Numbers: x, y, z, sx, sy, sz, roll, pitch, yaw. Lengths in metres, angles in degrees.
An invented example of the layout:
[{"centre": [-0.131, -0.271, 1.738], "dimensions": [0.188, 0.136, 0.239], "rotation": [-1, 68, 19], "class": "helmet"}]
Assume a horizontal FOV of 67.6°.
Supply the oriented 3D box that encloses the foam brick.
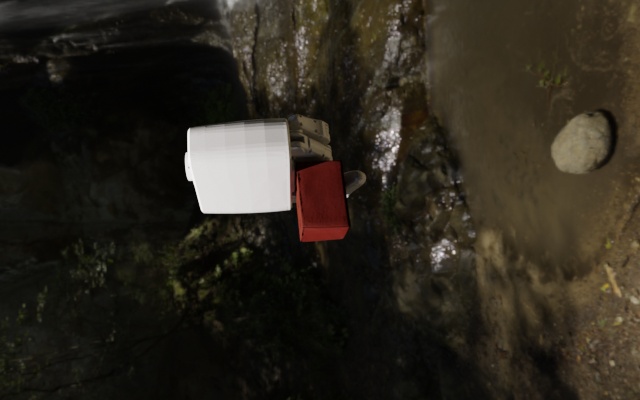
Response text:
[{"centre": [0.000, 0.002, 0.527], "dimensions": [0.051, 0.078, 0.053], "rotation": [-4, -21, -8], "class": "foam brick"}]
